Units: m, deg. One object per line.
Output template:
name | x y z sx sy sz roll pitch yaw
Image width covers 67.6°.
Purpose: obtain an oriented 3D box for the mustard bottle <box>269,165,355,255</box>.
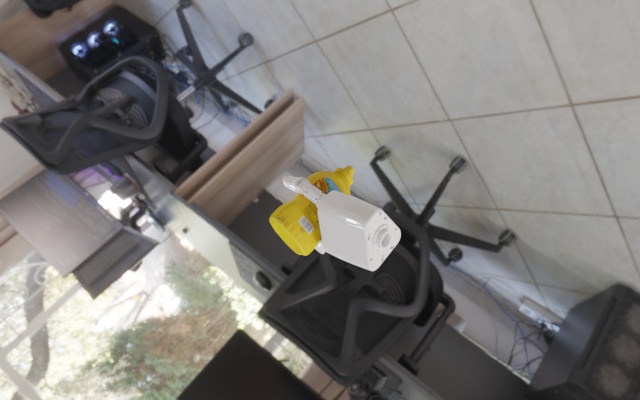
mustard bottle | 0.000 0.003 0.880 0.191 0.096 0.058 -47 20 -23
